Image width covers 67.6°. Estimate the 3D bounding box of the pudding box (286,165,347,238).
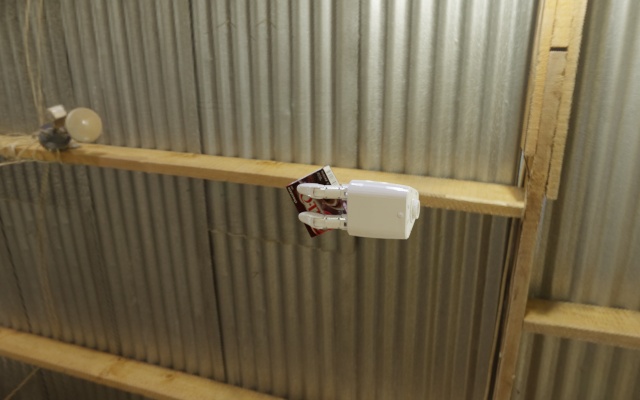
[{"bbox_3d":[0.000,0.003,0.893,0.090,0.113,0.039,-25,2,27],"label":"pudding box"}]
